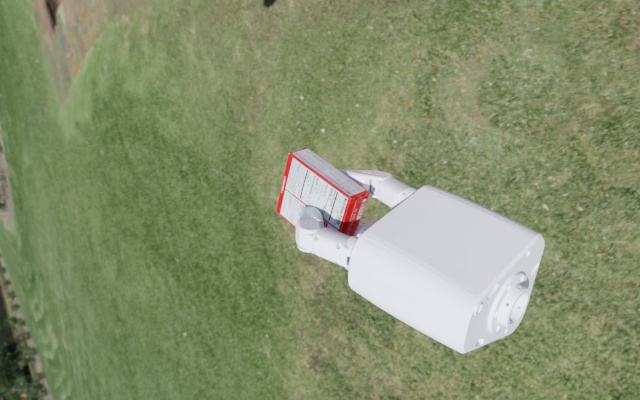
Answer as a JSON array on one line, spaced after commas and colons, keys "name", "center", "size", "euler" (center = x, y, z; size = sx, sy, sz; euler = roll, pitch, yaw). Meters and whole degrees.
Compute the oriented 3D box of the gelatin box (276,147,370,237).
[{"name": "gelatin box", "center": [0.000, 0.001, 0.470], "size": [0.089, 0.073, 0.030], "euler": [37, 39, 30]}]
